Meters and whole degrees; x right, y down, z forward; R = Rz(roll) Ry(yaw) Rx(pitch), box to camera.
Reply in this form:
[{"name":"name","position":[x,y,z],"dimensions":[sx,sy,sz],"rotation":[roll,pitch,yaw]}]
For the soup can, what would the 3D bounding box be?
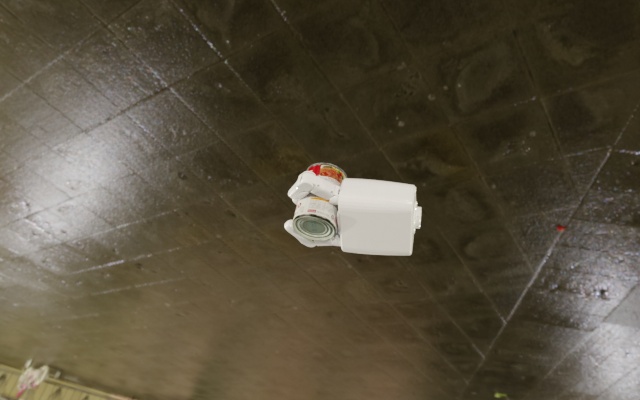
[{"name":"soup can","position":[0.000,0.003,0.733],"dimensions":[0.068,0.102,0.069],"rotation":[9,-35,7]}]
